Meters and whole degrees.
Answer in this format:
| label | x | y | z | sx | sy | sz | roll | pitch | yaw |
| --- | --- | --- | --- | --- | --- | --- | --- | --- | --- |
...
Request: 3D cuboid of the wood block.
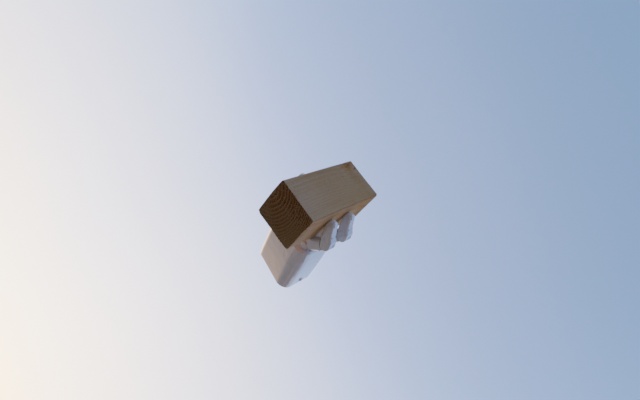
| label | x | y | z | sx | sy | sz | roll | pitch | yaw |
| --- | --- | --- | --- | --- | --- | --- | --- | --- | --- |
| wood block | 0.000 | 0.003 | 0.885 | 0.206 | 0.091 | 0.090 | -21 | -21 | -51 |
